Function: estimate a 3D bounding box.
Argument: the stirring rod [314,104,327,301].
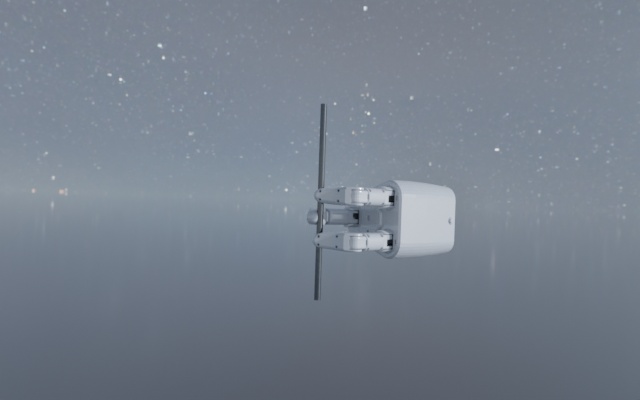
[{"bbox_3d":[0.000,0.002,0.587,0.011,0.239,0.011,2,0,0],"label":"stirring rod"}]
